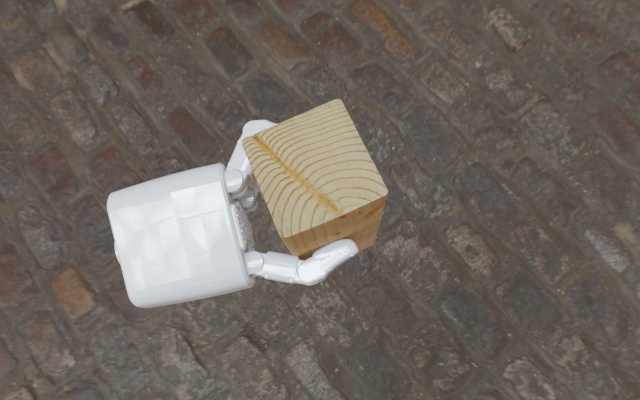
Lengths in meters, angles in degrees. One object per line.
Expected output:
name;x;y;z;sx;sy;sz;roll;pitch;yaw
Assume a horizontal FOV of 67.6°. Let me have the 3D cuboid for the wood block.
wood block;0.000;0.002;0.465;0.090;0.090;0.206;-23;-15;-3
